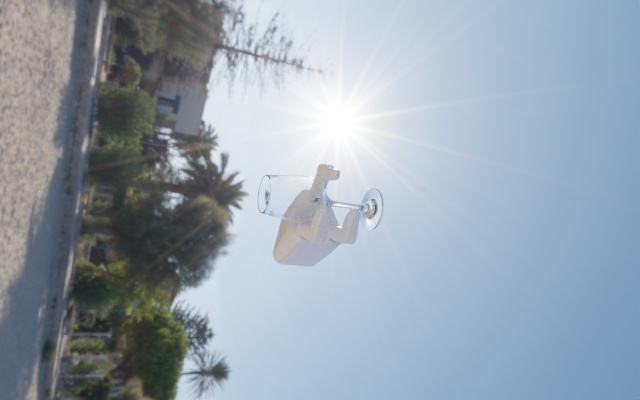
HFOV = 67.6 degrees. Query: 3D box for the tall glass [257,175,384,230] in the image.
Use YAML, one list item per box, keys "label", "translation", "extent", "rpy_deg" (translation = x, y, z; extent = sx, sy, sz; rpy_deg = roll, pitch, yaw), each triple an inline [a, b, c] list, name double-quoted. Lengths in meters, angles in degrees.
- label: "tall glass"
  translation: [0.001, 0.003, 0.791]
  extent: [0.201, 0.079, 0.079]
  rpy_deg: [8, -4, -25]
